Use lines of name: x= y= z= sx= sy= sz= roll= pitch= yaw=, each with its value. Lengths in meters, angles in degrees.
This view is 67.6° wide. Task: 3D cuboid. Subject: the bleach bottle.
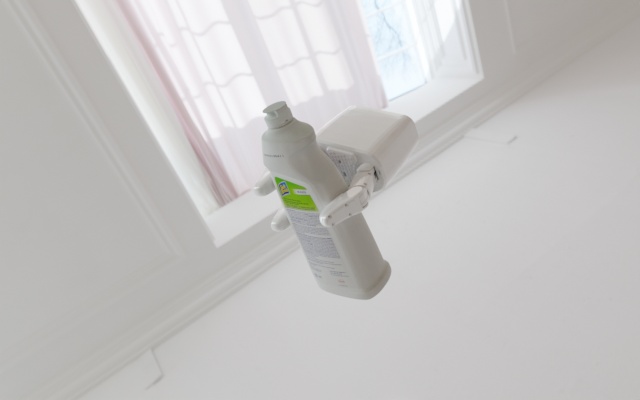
bleach bottle: x=0.000 y=0.002 z=0.566 sx=0.102 sy=0.251 sz=0.068 roll=3 pitch=37 yaw=40
